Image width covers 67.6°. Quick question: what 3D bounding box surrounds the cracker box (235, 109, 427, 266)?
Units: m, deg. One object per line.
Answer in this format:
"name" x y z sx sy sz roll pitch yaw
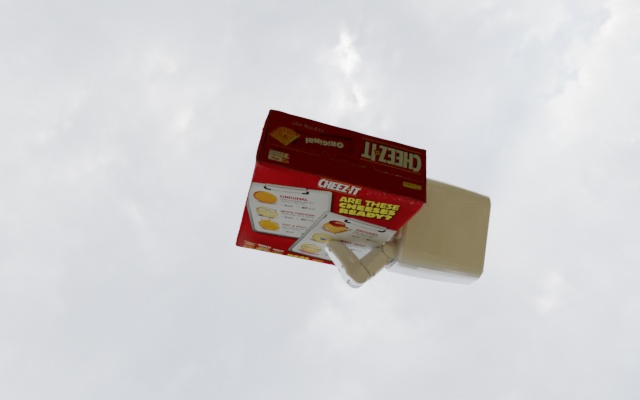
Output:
"cracker box" 0.000 0.002 0.536 0.164 0.072 0.214 13 -29 -9
